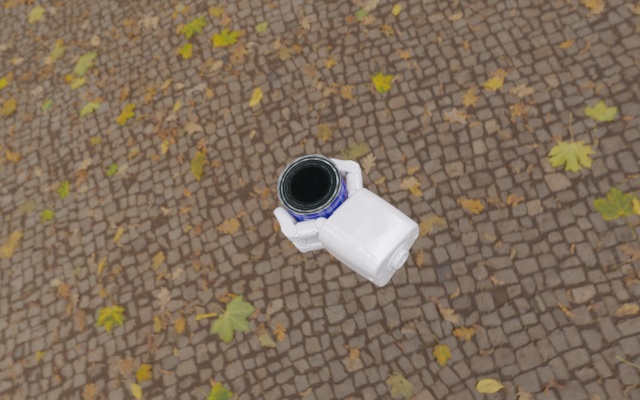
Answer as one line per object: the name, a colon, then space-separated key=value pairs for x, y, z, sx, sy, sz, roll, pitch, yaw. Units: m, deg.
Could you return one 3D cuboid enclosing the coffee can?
coffee can: x=0.000 y=0.002 z=0.785 sx=0.103 sy=0.102 sz=0.140 roll=0 pitch=-24 yaw=16
